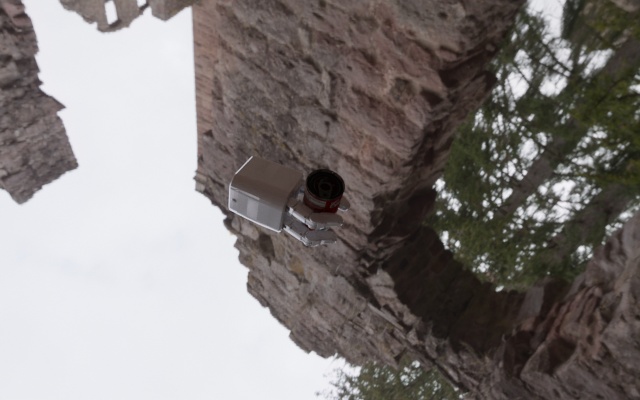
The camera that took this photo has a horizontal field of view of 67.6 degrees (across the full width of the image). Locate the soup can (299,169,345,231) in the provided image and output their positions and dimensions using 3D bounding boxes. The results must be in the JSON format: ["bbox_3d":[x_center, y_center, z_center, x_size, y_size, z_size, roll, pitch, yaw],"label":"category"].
[{"bbox_3d":[0.001,0.003,0.850,0.068,0.068,0.102,0,-38,-13],"label":"soup can"}]
